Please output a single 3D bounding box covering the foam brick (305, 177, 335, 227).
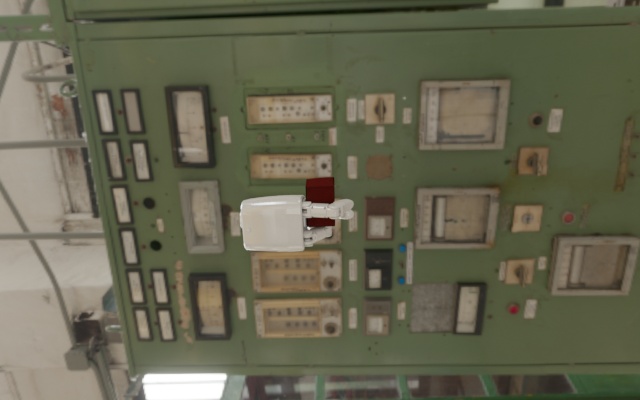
[{"bbox_3d":[0.000,0.002,0.855,0.051,0.078,0.053,-1,20,2],"label":"foam brick"}]
